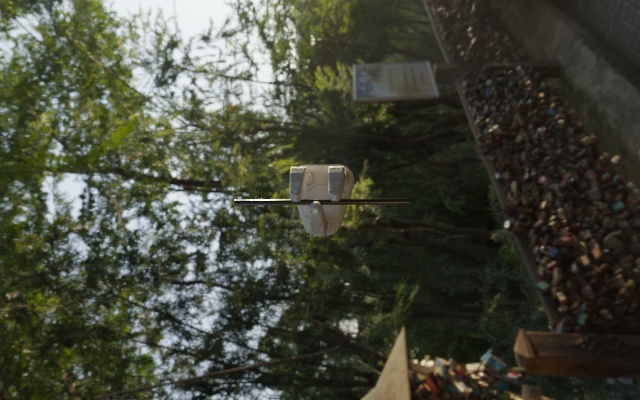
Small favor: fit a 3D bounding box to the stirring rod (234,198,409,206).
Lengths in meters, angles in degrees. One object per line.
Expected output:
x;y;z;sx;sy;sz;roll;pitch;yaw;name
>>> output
0.000;0.002;0.658;0.239;0.011;0.011;0;0;6;stirring rod
